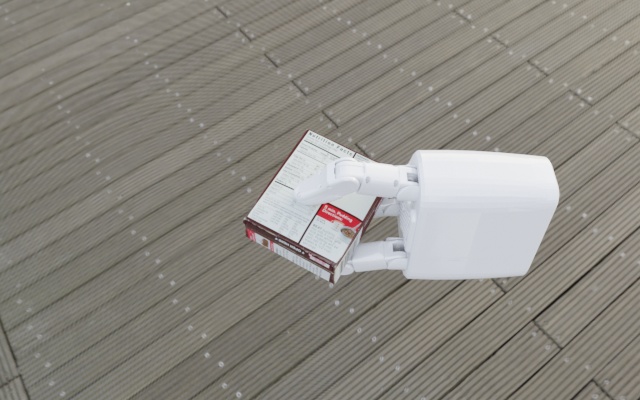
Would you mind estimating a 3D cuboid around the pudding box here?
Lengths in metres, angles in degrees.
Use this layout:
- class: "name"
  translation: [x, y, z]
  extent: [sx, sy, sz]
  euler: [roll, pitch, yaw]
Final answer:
- class: "pudding box"
  translation: [0.000, 0.001, 0.416]
  extent: [0.090, 0.113, 0.039]
  euler: [26, -30, 12]
